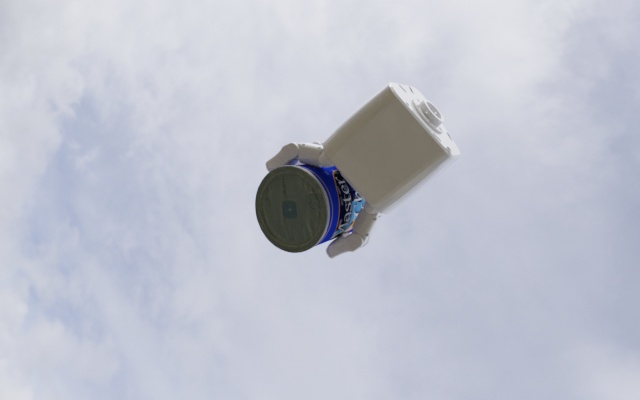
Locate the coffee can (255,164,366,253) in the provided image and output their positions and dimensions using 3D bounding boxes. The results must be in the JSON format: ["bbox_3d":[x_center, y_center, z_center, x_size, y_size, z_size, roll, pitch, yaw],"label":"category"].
[{"bbox_3d":[0.000,0.002,0.609,0.103,0.103,0.140,0,7,32],"label":"coffee can"}]
